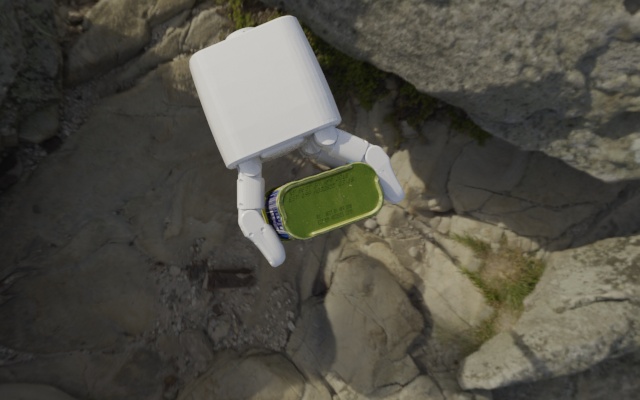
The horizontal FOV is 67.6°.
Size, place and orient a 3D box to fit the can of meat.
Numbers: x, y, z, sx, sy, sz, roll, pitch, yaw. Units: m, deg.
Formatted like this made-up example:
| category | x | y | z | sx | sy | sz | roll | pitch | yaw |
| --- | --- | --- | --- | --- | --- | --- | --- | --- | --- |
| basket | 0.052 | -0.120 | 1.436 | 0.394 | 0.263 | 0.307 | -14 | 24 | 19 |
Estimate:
| category | x | y | z | sx | sy | sz | roll | pitch | yaw |
| --- | --- | --- | --- | --- | --- | --- | --- | --- | --- |
| can of meat | 0.000 | 0.002 | 0.454 | 0.102 | 0.057 | 0.084 | -19 | 1 | -15 |
